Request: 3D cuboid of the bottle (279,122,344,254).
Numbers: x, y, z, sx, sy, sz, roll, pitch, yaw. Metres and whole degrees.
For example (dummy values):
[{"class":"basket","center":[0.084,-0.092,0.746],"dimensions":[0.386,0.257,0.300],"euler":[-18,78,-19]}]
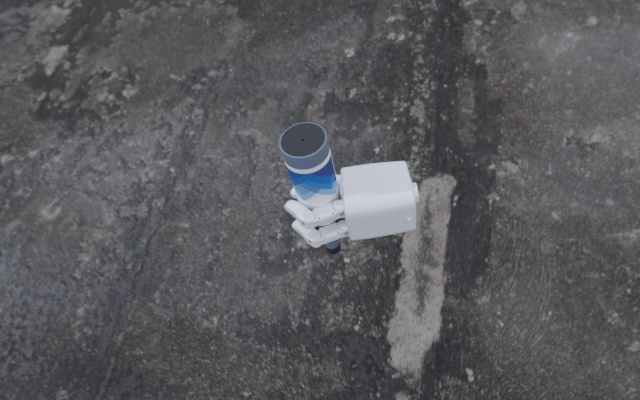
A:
[{"class":"bottle","center":[0.000,0.002,0.764],"dimensions":[0.069,0.069,0.296],"euler":[0,-35,12]}]
